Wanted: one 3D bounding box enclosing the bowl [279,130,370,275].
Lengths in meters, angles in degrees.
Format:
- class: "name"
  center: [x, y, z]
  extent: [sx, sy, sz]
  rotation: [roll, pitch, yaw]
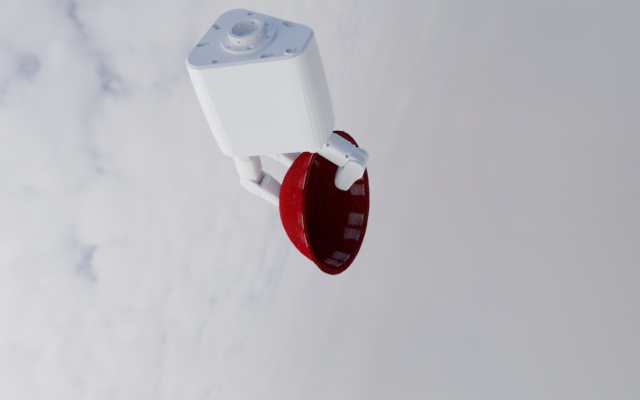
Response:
- class: "bowl"
  center: [0.000, 0.003, 0.548]
  extent: [0.055, 0.162, 0.162]
  rotation: [2, 1, 30]
